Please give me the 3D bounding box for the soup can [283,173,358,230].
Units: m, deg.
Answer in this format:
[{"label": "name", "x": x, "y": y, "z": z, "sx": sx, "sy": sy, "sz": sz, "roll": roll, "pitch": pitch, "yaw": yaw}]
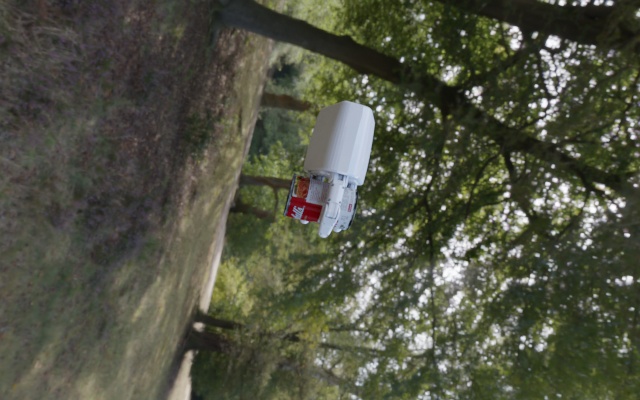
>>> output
[{"label": "soup can", "x": 0.000, "y": 0.003, "z": 0.736, "sx": 0.102, "sy": 0.068, "sz": 0.068, "roll": 14, "pitch": -2, "yaw": -6}]
